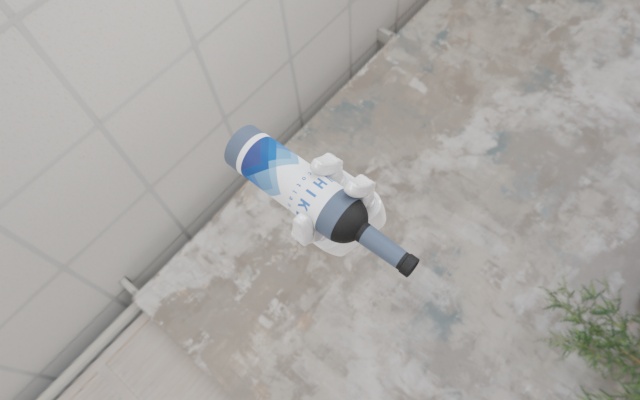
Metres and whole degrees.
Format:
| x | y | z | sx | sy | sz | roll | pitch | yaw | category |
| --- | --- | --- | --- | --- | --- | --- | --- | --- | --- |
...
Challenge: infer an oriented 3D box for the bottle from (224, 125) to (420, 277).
| x | y | z | sx | sy | sz | roll | pitch | yaw | category |
| --- | --- | --- | --- | --- | --- | --- | --- | --- | --- |
| 0.000 | 0.002 | 0.627 | 0.295 | 0.069 | 0.069 | 36 | 14 | 20 | bottle |
